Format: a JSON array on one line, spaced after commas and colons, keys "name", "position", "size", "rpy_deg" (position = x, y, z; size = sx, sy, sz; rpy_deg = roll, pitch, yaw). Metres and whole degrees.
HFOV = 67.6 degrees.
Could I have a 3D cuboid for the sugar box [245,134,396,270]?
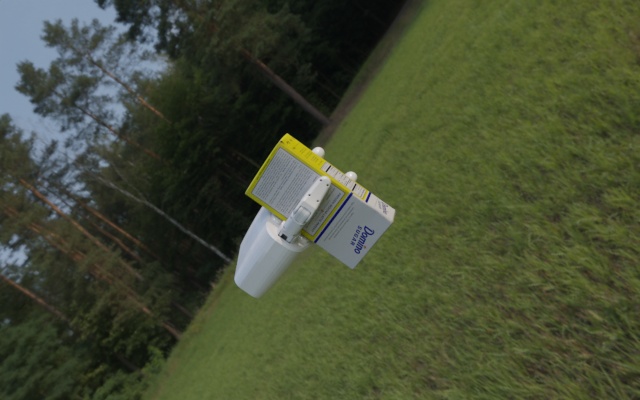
[{"name": "sugar box", "position": [0.000, 0.002, 0.625], "size": [0.176, 0.093, 0.048], "rpy_deg": [35, 26, -4]}]
